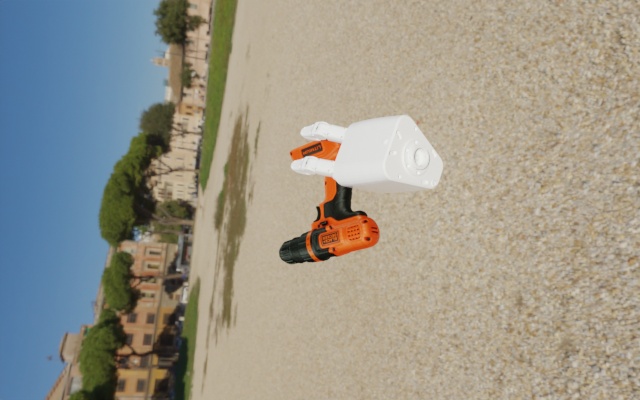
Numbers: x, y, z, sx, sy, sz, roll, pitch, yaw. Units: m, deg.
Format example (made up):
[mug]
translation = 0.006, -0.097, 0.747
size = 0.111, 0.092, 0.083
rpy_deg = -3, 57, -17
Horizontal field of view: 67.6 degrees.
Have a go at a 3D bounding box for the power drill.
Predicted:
[power drill]
translation = 0.000, 0.002, 0.763
size = 0.184, 0.187, 0.057
rpy_deg = -17, -16, 33
